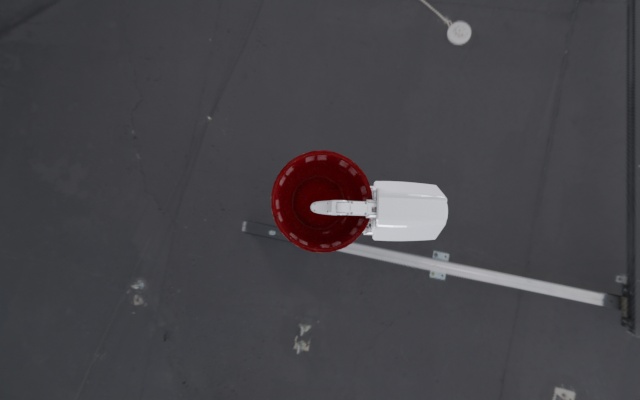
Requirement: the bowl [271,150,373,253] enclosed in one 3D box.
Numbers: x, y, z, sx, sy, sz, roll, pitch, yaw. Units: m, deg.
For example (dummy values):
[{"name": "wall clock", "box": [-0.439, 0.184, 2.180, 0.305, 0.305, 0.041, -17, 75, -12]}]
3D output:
[{"name": "bowl", "box": [-0.001, 0.002, 0.775, 0.162, 0.162, 0.055, 0, -3, -7]}]
